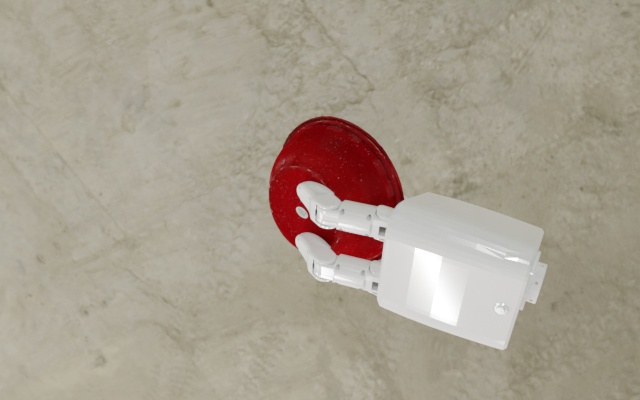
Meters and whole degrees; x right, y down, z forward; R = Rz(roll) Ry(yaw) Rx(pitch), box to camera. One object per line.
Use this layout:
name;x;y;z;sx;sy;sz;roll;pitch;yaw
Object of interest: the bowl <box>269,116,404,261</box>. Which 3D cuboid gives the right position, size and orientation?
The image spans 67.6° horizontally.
bowl;-0.001;0.002;0.474;0.162;0.162;0.055;0;20;42
